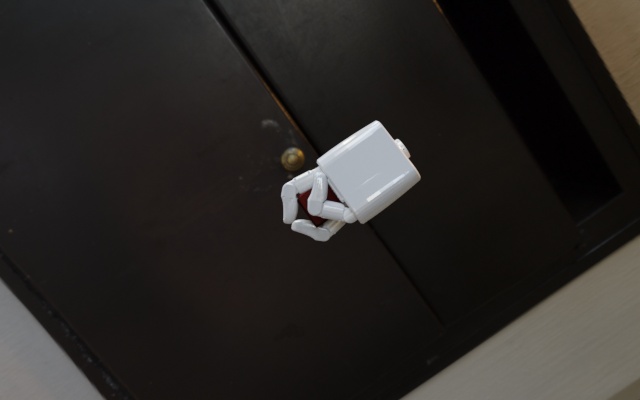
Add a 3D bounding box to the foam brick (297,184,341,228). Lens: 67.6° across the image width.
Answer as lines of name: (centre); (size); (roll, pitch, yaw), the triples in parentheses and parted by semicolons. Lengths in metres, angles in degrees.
foam brick: (0.000, 0.002, 0.723); (0.051, 0.053, 0.078); (-36, 5, 2)
